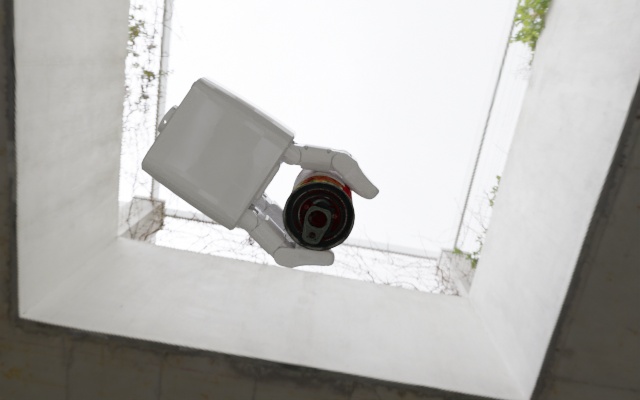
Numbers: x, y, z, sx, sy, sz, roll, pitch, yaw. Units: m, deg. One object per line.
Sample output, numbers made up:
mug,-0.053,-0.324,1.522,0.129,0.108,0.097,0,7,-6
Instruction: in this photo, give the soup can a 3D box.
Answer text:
soup can,0.001,0.002,0.490,0.068,0.068,0.102,0,16,2
